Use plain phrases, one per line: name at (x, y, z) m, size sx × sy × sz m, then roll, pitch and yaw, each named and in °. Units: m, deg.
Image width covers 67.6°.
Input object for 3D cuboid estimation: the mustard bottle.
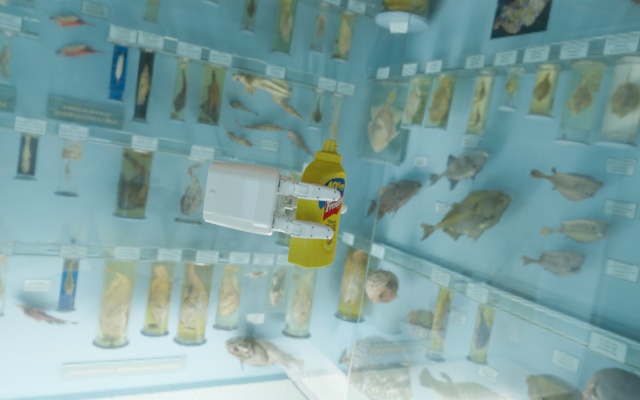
mustard bottle at (0.000, 0.003, 0.726) m, size 0.058 × 0.191 × 0.096 m, roll 12°, pitch 6°, yaw 30°
